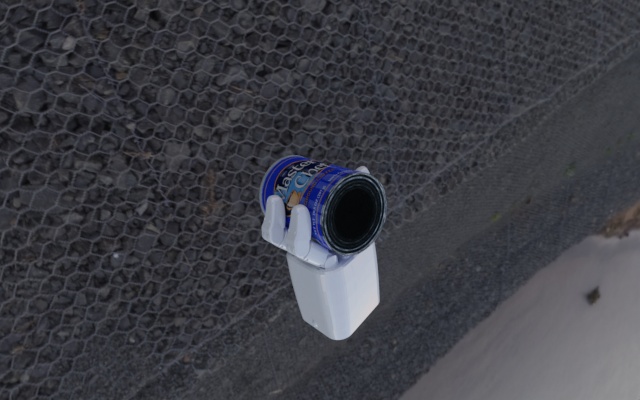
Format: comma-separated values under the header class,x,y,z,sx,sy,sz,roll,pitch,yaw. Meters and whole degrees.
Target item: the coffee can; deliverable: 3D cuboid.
class,x,y,z,sx,sy,sz,roll,pitch,yaw
coffee can,0.000,0.002,0.616,0.103,0.103,0.140,0,12,-38
